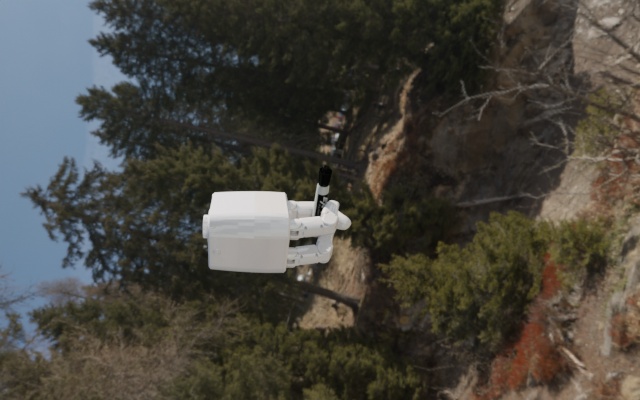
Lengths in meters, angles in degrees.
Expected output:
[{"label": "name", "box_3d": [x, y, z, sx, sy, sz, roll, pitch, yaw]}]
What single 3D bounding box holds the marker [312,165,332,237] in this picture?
[{"label": "marker", "box_3d": [0.000, 0.002, 0.681, 0.020, 0.121, 0.020, 6, 38, -5]}]
